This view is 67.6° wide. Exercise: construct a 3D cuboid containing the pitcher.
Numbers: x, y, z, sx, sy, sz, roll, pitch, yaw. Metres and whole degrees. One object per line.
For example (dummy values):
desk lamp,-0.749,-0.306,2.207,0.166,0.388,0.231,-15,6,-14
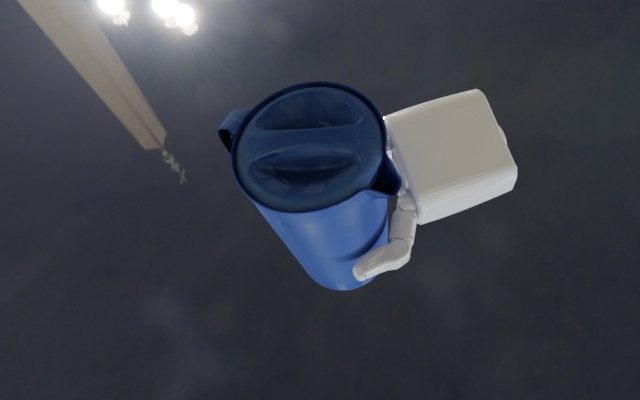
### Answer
pitcher,0.000,0.002,0.497,0.145,0.149,0.243,-19,-30,1
